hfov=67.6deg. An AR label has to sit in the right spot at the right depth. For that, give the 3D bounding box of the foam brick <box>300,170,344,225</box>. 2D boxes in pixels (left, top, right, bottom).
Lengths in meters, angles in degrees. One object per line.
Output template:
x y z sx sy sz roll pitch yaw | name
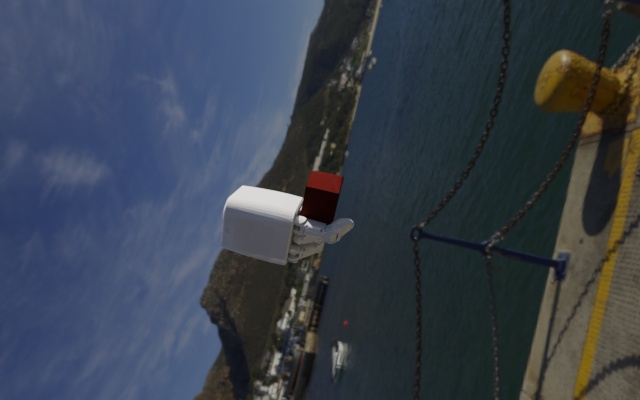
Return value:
0.000 0.002 0.725 0.051 0.078 0.053 14 32 2 | foam brick
